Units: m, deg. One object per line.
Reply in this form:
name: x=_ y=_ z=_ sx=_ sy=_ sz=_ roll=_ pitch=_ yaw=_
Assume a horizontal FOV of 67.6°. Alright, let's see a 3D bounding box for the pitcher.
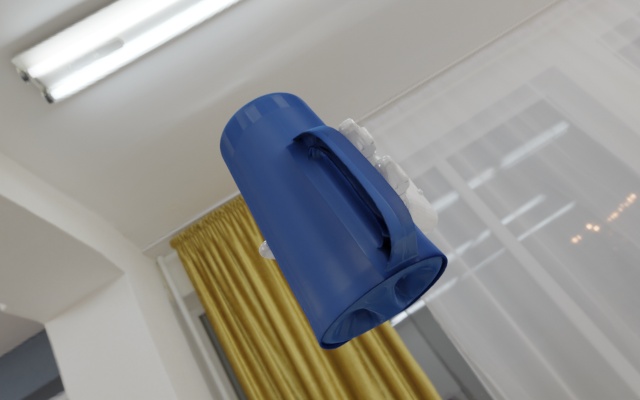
pitcher: x=0.000 y=0.002 z=0.458 sx=0.149 sy=0.242 sz=0.145 roll=-45 pitch=-28 yaw=18
